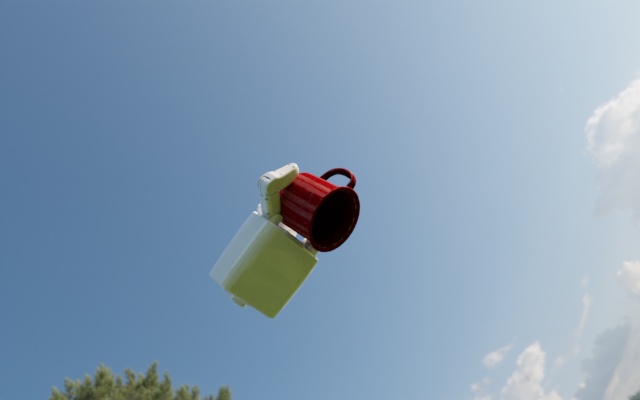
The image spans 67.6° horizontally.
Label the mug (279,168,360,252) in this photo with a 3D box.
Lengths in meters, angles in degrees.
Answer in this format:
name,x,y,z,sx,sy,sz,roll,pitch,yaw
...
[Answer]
name,x,y,z,sx,sy,sz,roll,pitch,yaw
mug,0.001,0.001,0.650,0.081,0.117,0.093,28,-14,41
